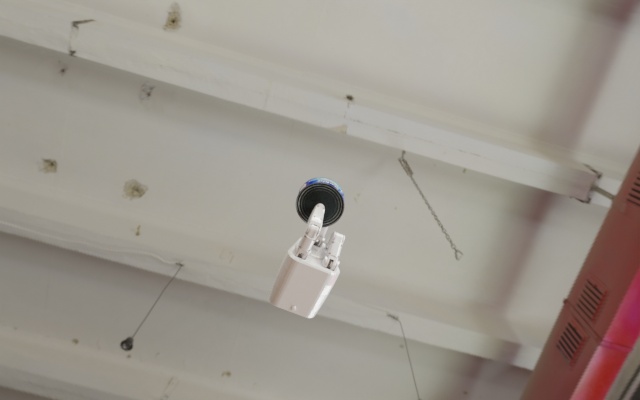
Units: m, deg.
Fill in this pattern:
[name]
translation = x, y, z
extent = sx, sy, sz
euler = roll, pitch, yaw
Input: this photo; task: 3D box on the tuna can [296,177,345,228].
[tuna can]
translation = 0.000, 0.003, 0.849
extent = 0.086, 0.086, 0.033
euler = 0, 23, 4
